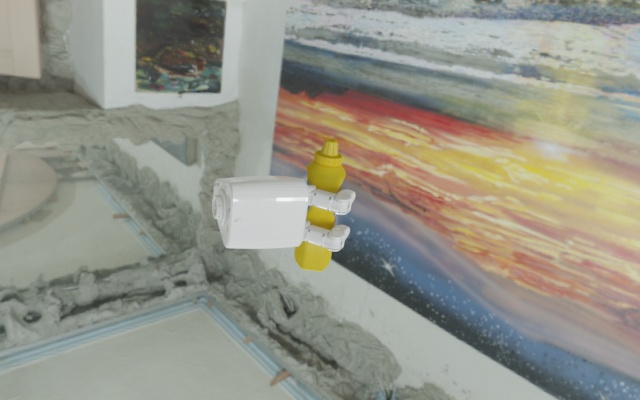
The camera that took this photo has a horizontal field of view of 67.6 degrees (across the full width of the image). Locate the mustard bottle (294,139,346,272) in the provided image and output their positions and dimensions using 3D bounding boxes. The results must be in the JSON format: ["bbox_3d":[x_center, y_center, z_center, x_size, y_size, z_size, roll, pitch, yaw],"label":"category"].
[{"bbox_3d":[0.000,0.003,0.715,0.058,0.192,0.096,8,21,-2],"label":"mustard bottle"}]
